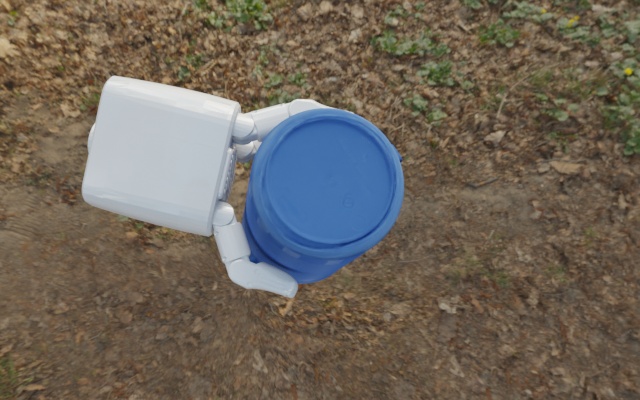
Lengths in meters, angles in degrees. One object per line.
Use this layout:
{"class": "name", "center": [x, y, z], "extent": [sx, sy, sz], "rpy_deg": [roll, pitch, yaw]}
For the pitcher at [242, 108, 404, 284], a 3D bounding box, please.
{"class": "pitcher", "center": [0.000, 0.001, 0.439], "extent": [0.145, 0.149, 0.243], "rpy_deg": [14, -12, -5]}
